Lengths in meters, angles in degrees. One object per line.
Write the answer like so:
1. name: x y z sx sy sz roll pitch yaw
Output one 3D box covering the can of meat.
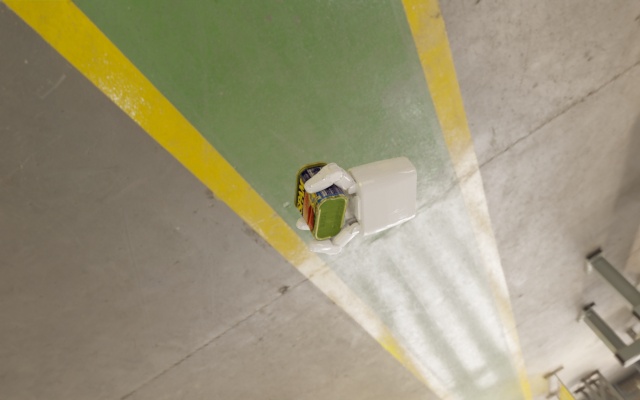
1. can of meat: 0.000 0.003 0.778 0.057 0.102 0.084 -14 48 -21
